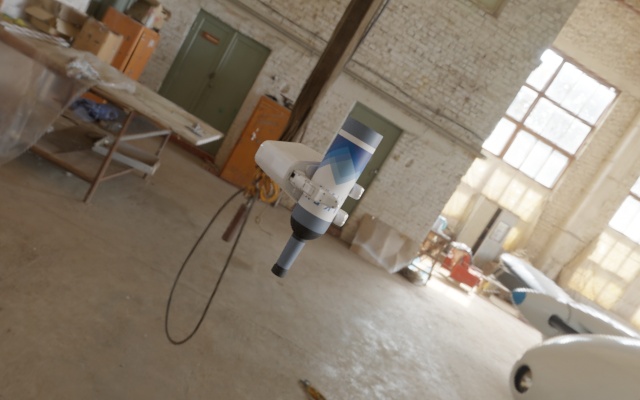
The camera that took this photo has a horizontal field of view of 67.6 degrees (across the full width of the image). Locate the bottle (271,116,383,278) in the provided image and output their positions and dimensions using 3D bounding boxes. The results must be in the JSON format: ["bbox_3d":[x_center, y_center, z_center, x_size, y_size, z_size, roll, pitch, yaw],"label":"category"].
[{"bbox_3d":[0.000,0.002,0.808,0.069,0.296,0.069,30,9,-5],"label":"bottle"}]
